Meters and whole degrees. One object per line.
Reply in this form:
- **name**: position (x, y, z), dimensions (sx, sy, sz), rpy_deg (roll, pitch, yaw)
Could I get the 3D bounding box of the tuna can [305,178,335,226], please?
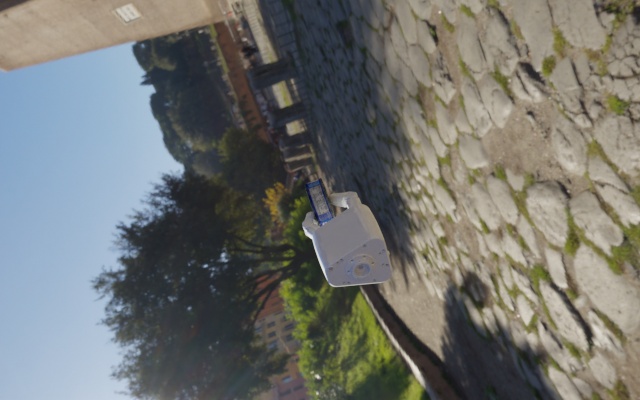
- **tuna can**: position (0.000, 0.003, 0.894), dimensions (0.034, 0.086, 0.086), rpy_deg (-20, -1, 3)
